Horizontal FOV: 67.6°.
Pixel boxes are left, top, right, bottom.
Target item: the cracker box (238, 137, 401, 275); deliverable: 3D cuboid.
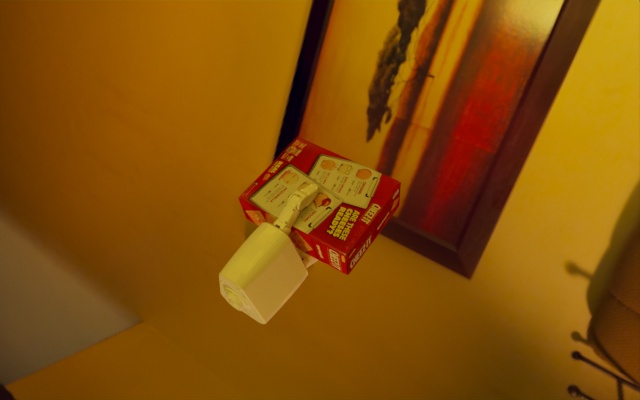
[{"bbox_3d":[0.000,0.002,0.791,0.213,0.164,0.072,27,-30,25],"label":"cracker box"}]
